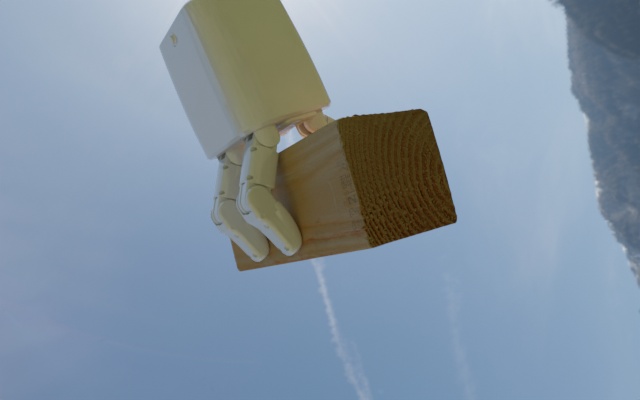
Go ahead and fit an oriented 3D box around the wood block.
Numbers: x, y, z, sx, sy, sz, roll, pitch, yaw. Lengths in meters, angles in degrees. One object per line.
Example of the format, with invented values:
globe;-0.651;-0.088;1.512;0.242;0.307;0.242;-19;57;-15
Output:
wood block;0.000;0.001;0.412;0.091;0.090;0.206;-13;-4;-35
